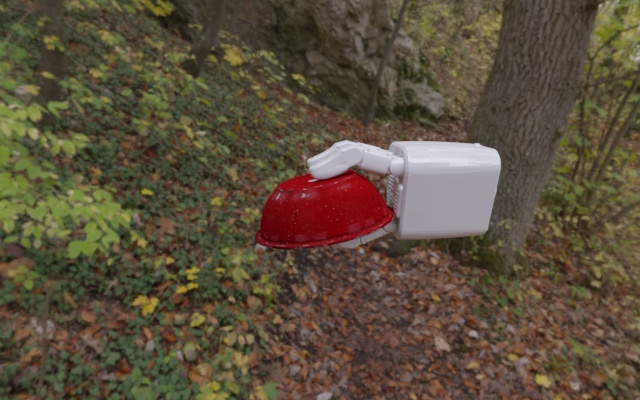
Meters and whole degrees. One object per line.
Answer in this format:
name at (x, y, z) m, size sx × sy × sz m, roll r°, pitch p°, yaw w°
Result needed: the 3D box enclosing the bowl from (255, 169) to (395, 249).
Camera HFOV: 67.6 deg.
bowl at (-0.001, 0.002, 0.538) m, size 0.162 × 0.055 × 0.162 m, roll -11°, pitch 13°, yaw 2°
